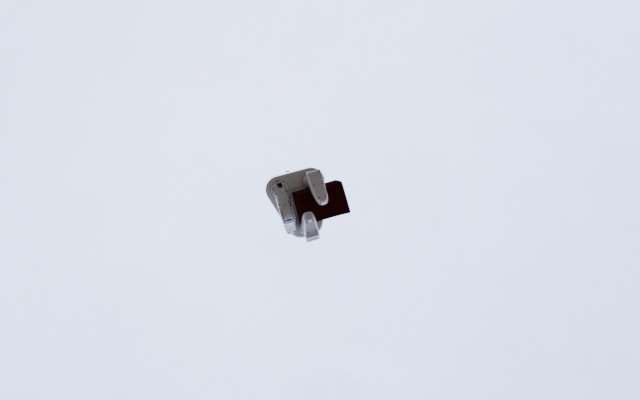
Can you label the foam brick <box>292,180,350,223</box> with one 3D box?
[{"bbox_3d":[0.000,0.003,0.760,0.078,0.053,0.051,-15,7,-7],"label":"foam brick"}]
